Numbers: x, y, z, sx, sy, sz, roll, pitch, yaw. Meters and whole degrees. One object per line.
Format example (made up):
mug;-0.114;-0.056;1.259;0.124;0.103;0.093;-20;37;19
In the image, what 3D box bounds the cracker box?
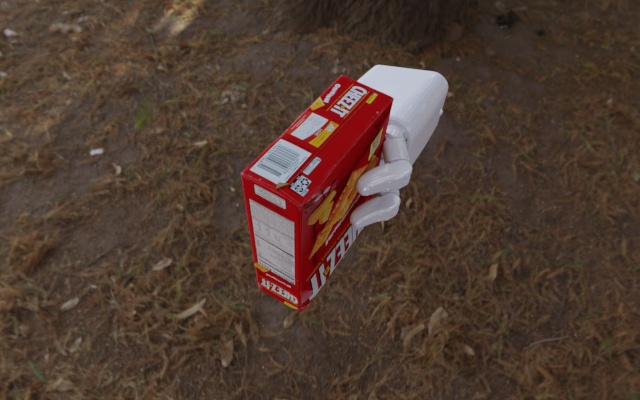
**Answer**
cracker box;0.000;0.002;0.516;0.072;0.164;0.214;28;-33;18
